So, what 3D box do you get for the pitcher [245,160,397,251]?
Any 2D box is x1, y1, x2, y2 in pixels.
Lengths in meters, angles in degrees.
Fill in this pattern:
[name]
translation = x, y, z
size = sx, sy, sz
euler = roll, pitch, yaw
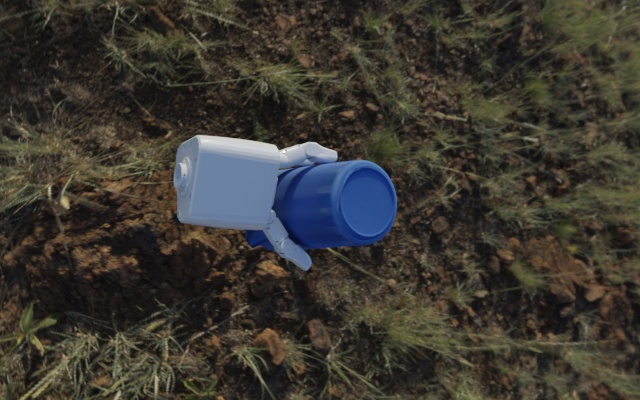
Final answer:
[pitcher]
translation = 0.000, 0.002, 0.697
size = 0.145, 0.149, 0.243
euler = 9, -9, -33
